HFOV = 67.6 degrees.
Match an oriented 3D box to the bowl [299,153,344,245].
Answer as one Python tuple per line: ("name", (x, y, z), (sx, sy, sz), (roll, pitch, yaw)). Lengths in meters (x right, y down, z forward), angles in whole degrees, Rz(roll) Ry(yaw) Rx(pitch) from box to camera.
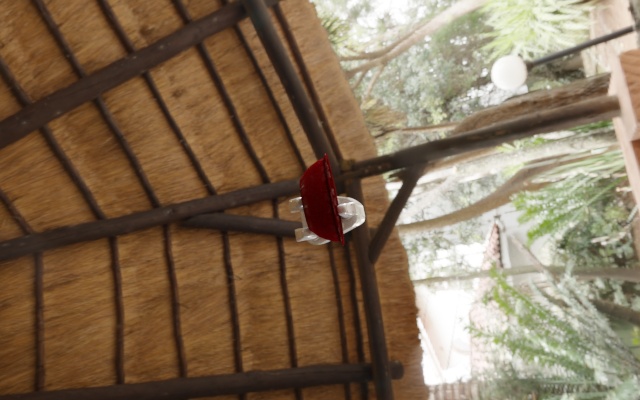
("bowl", (0.000, 0.002, 0.824), (0.055, 0.162, 0.162), (-11, -1, 4))
